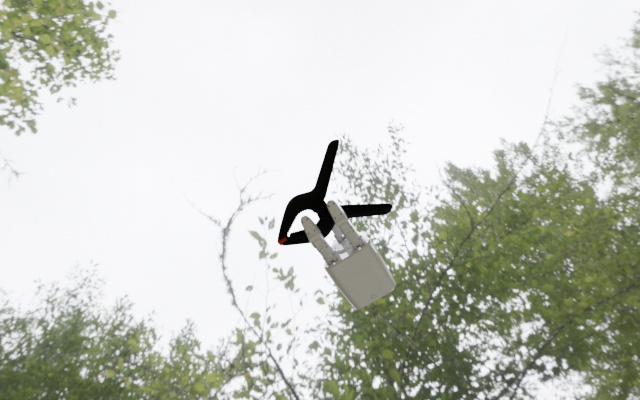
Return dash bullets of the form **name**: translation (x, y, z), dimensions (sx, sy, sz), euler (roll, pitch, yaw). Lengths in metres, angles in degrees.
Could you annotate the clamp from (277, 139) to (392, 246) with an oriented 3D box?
- **clamp**: translation (0.000, 0.003, 0.855), dimensions (0.210, 0.164, 0.036), euler (-31, 13, 9)
